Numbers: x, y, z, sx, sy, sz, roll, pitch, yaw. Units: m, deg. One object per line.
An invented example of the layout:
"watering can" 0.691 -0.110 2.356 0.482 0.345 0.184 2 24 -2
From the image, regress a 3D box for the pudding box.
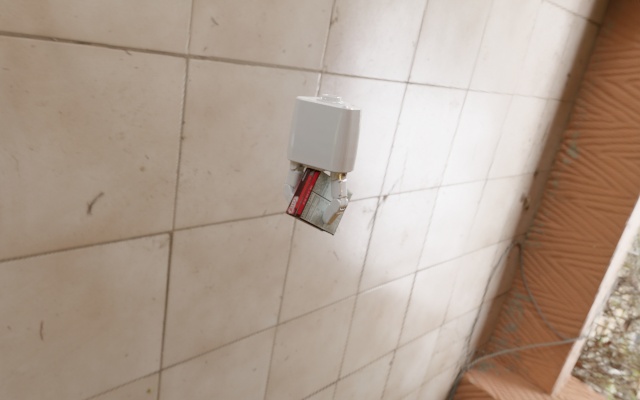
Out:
"pudding box" 0.000 0.003 0.830 0.039 0.090 0.113 22 -6 41
